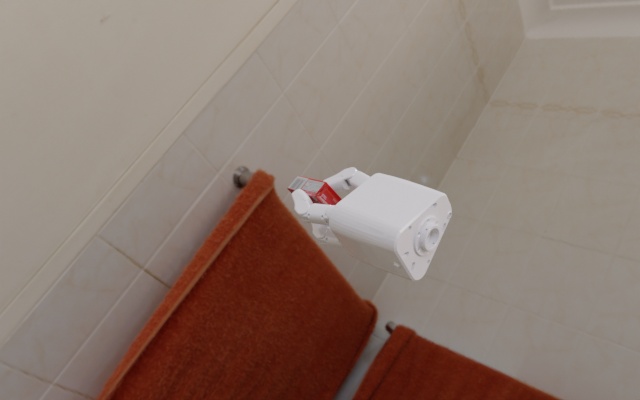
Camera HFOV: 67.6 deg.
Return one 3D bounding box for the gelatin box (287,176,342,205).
[{"bbox_3d":[0.000,0.002,0.705,0.073,0.030,0.089,48,-16,-28],"label":"gelatin box"}]
